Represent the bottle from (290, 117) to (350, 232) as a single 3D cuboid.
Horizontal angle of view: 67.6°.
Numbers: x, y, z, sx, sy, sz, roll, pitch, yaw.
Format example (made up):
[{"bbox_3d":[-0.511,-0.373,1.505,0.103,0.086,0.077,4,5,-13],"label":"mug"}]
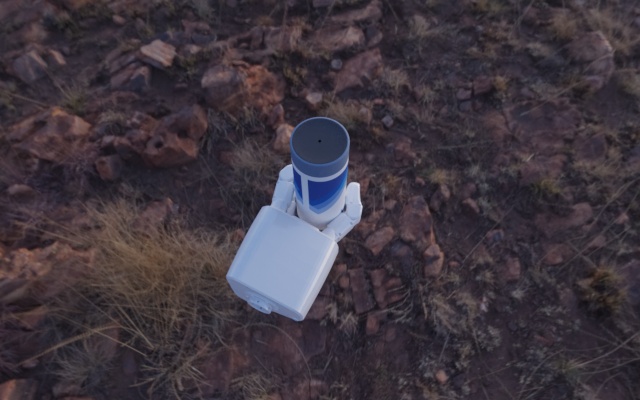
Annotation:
[{"bbox_3d":[0.000,0.002,0.658,0.069,0.069,0.296,0,-28,0],"label":"bottle"}]
